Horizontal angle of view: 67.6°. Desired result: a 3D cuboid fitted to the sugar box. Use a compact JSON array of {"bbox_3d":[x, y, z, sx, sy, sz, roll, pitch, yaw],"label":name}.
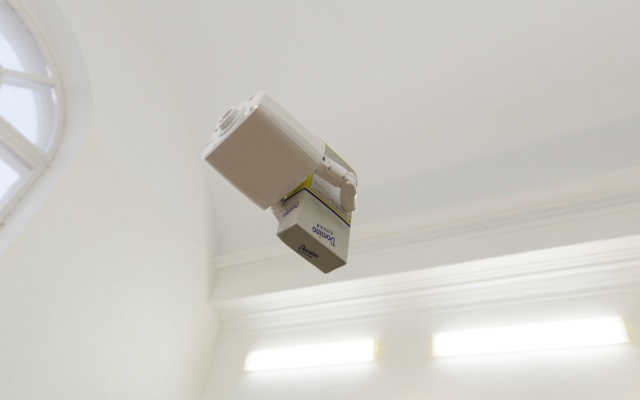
[{"bbox_3d":[0.000,0.002,0.648,0.048,0.176,0.093,-30,-59,35],"label":"sugar box"}]
